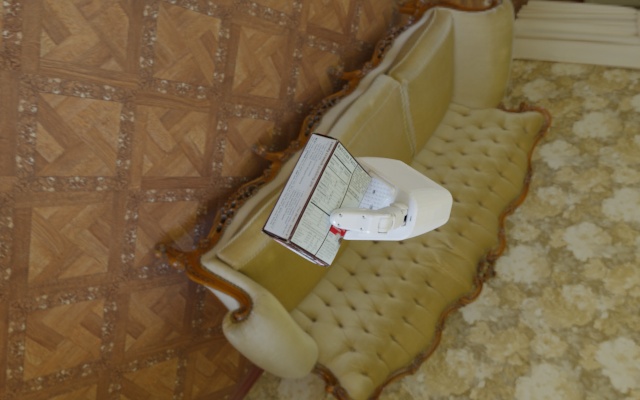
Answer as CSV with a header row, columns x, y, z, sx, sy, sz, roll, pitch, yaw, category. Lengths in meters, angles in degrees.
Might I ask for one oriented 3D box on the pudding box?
x,y,z,sx,sy,sz,roll,pitch,yaw,category
0.000,0.002,0.483,0.039,0.113,0.090,18,-13,35,pudding box
